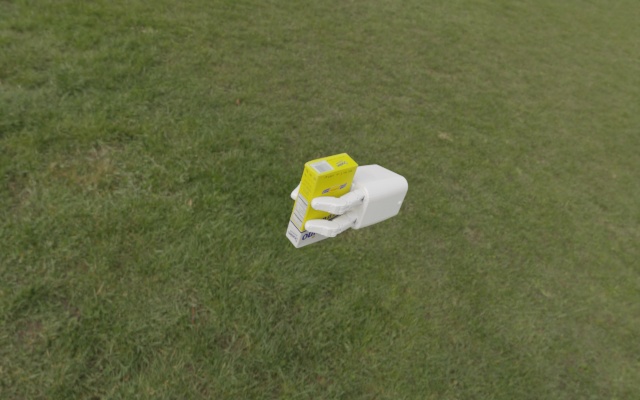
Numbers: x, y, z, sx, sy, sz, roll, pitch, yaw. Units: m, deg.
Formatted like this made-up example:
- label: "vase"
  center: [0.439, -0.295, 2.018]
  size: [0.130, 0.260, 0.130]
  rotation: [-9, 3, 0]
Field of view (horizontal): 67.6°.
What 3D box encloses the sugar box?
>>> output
- label: "sugar box"
  center: [0.001, 0.003, 0.871]
  size: [0.093, 0.176, 0.048]
  rotation: [-17, 47, -34]
